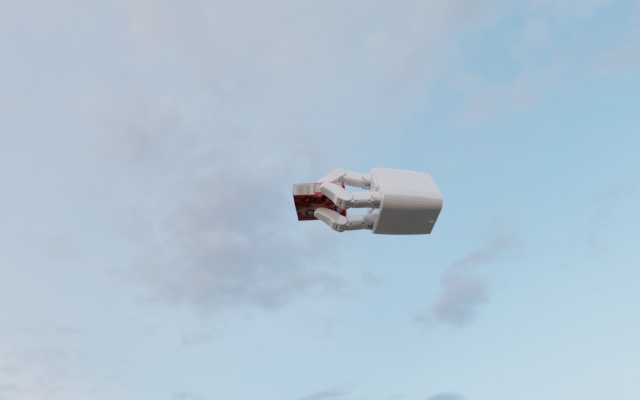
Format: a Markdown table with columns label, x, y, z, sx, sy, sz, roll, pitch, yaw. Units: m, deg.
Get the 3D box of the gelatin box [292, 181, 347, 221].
| label | x | y | z | sx | sy | sz | roll | pitch | yaw |
| --- | --- | --- | --- | --- | --- | --- | --- | --- | --- |
| gelatin box | 0.000 | 0.002 | 0.829 | 0.089 | 0.030 | 0.073 | -2 | -39 | 5 |
